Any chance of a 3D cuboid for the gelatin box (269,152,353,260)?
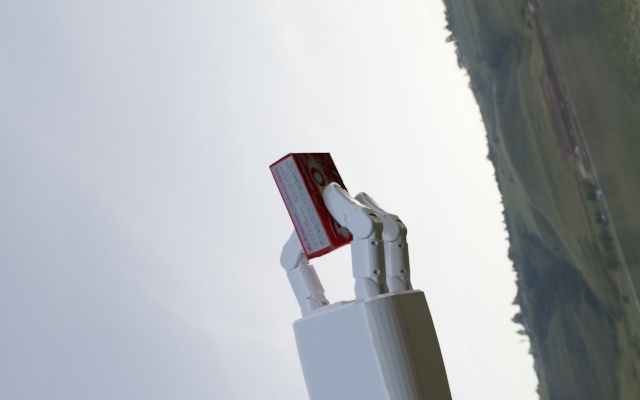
[{"bbox_3d":[0.000,0.001,0.423,0.030,0.089,0.073,-27,-7,27],"label":"gelatin box"}]
